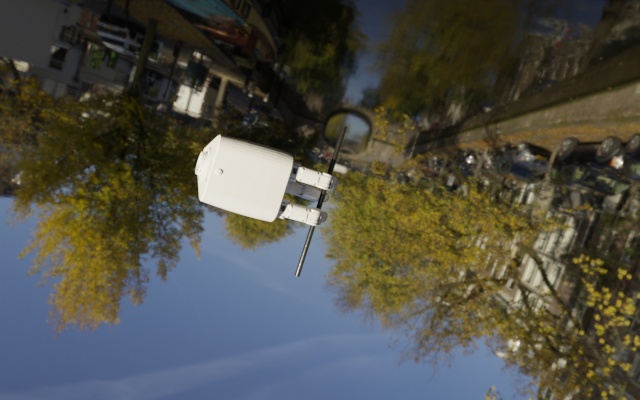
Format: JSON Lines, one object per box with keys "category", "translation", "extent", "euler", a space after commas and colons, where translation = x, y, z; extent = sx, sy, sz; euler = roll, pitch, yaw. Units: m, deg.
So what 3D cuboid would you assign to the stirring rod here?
{"category": "stirring rod", "translation": [0.000, 0.002, 0.728], "extent": [0.011, 0.239, 0.011], "euler": [18, 5, -2]}
